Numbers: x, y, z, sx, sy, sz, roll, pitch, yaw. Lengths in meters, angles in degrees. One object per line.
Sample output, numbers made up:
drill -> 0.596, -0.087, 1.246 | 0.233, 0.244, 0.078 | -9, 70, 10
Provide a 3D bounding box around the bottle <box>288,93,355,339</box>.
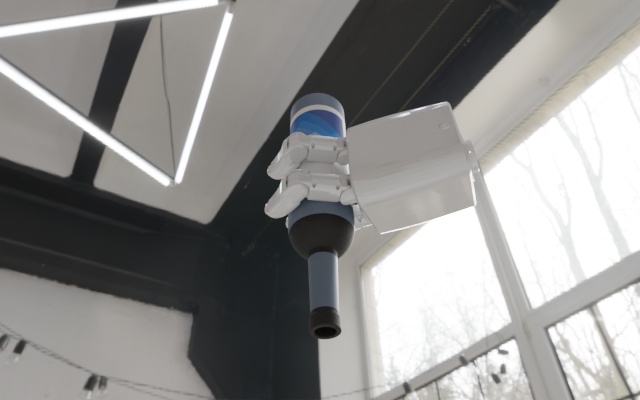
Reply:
bottle -> 0.000, 0.001, 0.497 | 0.069, 0.295, 0.069 | -1, -42, -1
